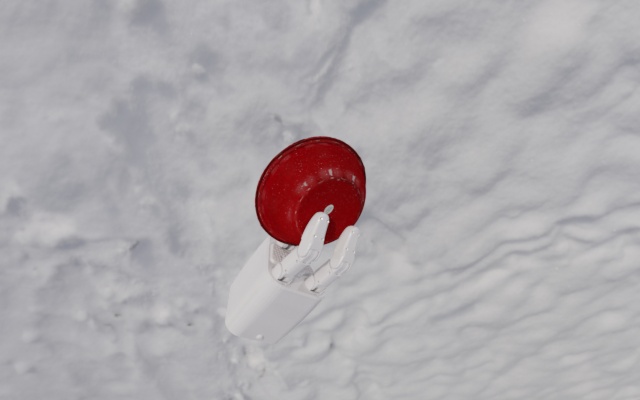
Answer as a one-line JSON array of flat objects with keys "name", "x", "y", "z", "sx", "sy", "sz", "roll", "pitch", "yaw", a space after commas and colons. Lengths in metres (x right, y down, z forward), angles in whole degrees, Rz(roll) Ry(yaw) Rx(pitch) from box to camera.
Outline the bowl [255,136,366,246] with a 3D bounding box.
[{"name": "bowl", "x": 0.001, "y": 0.001, "z": 0.615, "sx": 0.162, "sy": 0.162, "sz": 0.055, "roll": 0, "pitch": 26, "yaw": -27}]
